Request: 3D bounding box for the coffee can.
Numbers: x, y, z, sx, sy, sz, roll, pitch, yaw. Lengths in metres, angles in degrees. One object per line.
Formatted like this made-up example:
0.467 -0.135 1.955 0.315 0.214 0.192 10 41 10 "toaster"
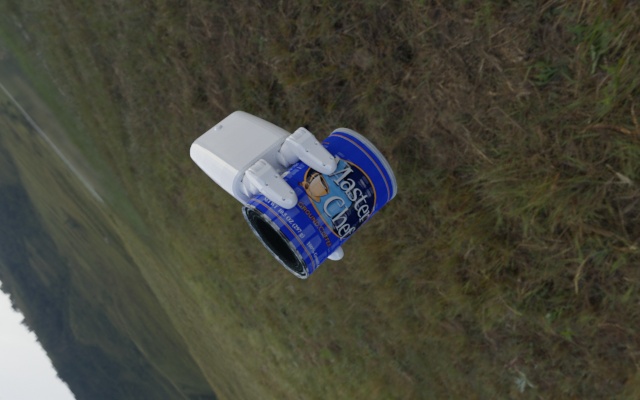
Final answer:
0.000 0.002 0.527 0.140 0.103 0.103 -41 16 -19 "coffee can"
